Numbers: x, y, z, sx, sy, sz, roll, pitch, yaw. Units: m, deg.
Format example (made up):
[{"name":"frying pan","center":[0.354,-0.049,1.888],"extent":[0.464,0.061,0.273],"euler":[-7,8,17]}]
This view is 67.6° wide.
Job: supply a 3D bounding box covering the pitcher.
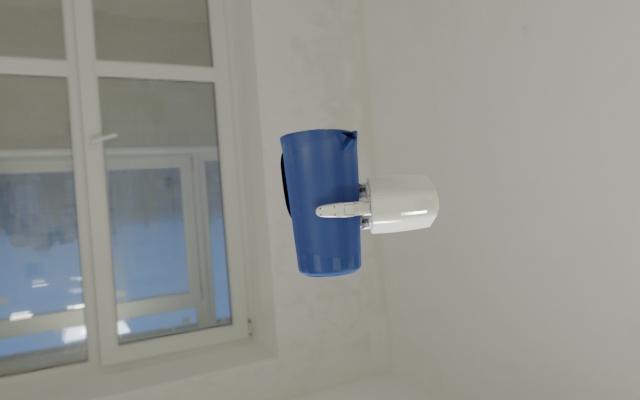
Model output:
[{"name":"pitcher","center":[0.000,0.003,0.822],"extent":[0.145,0.243,0.149],"euler":[-5,0,3]}]
